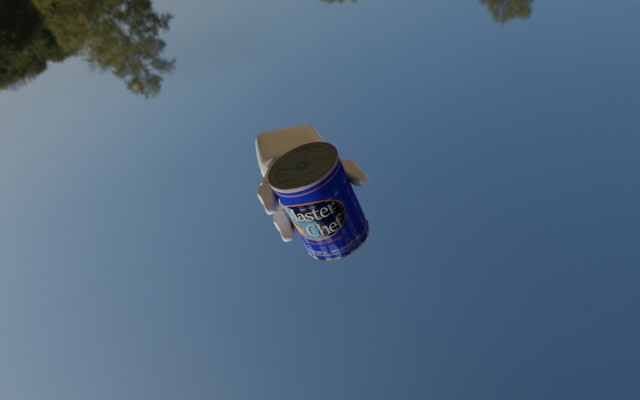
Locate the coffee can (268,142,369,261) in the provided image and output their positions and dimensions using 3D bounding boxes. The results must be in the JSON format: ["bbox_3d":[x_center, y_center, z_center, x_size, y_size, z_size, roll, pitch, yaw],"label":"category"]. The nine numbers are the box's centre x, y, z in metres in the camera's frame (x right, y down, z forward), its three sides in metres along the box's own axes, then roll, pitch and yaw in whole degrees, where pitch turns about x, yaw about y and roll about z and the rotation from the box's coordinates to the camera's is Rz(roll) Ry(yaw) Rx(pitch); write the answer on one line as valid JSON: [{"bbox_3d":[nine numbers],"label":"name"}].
[{"bbox_3d":[0.000,0.002,0.685,0.103,0.140,0.102,-17,36,13],"label":"coffee can"}]
